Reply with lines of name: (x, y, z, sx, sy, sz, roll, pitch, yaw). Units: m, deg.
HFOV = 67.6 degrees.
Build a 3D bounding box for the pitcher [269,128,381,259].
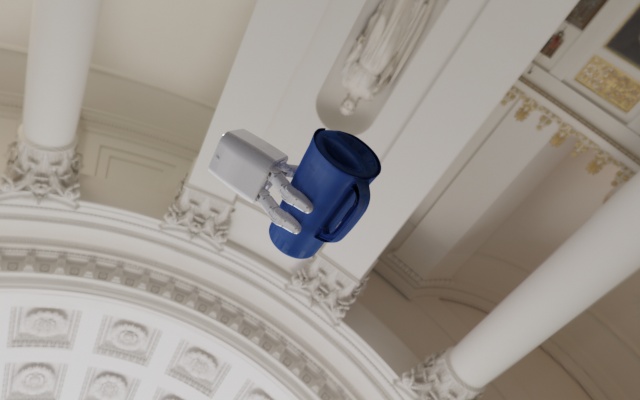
pitcher: (0.000, 0.003, 0.876, 0.145, 0.243, 0.149, 33, 34, 1)
